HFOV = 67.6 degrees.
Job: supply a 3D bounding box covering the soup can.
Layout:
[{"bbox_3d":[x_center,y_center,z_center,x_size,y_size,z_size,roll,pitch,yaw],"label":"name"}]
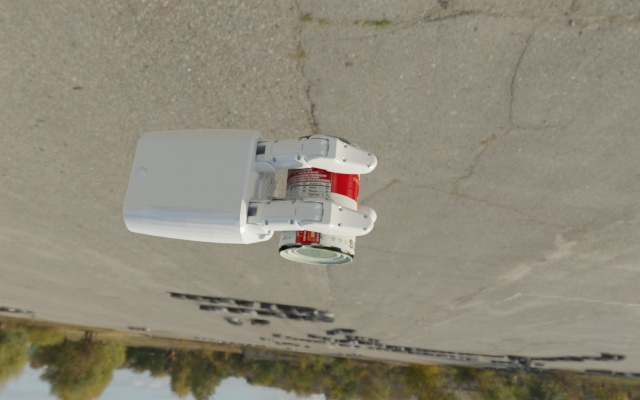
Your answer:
[{"bbox_3d":[0.001,0.002,0.430,0.068,0.102,0.068,5,-18,2],"label":"soup can"}]
